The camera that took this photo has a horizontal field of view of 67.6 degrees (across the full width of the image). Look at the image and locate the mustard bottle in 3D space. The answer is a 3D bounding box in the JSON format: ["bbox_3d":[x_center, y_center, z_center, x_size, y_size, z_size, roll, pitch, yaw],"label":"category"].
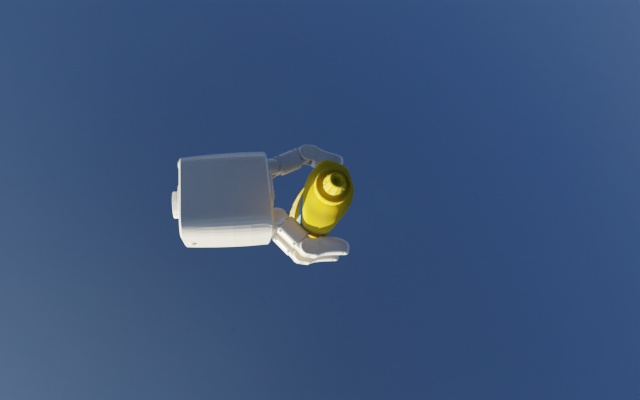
[{"bbox_3d":[0.000,0.002,0.597,0.058,0.096,0.192,20,-18,-5],"label":"mustard bottle"}]
